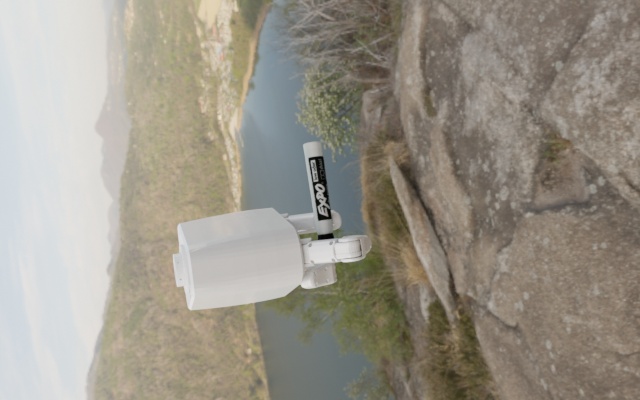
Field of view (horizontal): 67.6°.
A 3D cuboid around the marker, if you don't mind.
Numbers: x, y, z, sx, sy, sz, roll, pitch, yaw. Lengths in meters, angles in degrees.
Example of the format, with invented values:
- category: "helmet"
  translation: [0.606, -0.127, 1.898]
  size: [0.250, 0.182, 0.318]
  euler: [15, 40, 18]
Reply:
- category: "marker"
  translation: [0.000, 0.002, 0.481]
  size: [0.020, 0.121, 0.020]
  euler: [-8, -2, 0]
